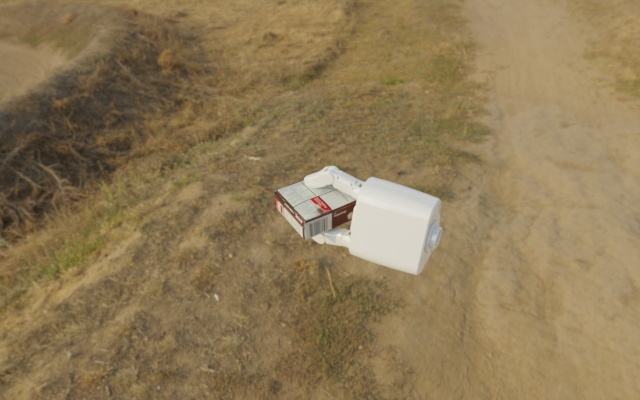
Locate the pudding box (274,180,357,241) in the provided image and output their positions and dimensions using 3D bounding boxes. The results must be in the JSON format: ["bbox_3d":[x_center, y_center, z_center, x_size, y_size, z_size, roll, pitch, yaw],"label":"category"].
[{"bbox_3d":[0.000,0.002,0.723,0.113,0.039,0.090,-21,43,-26],"label":"pudding box"}]
